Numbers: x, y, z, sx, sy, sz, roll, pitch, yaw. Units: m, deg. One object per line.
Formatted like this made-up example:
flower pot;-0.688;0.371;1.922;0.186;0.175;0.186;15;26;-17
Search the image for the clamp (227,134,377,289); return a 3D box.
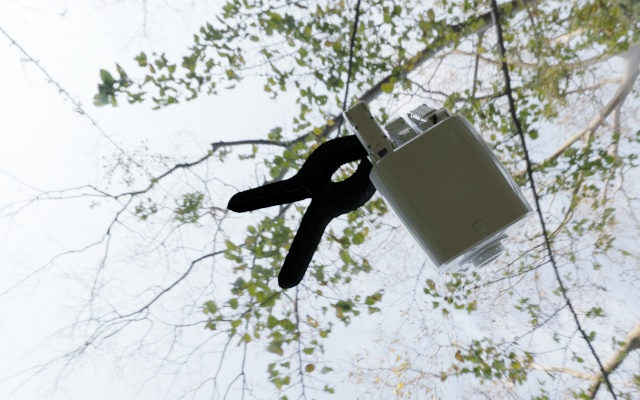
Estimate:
clamp;0.000;0.002;0.455;0.171;0.120;0.039;-33;-26;6
